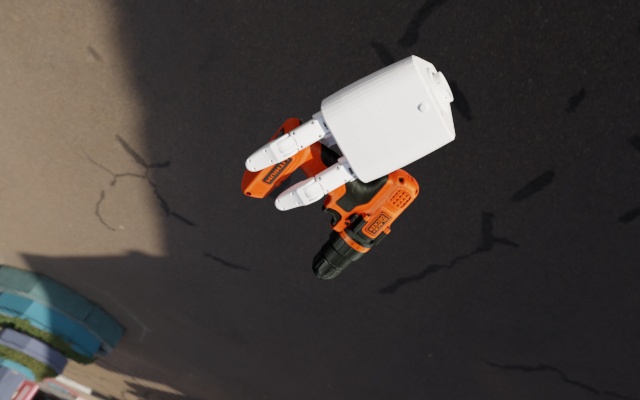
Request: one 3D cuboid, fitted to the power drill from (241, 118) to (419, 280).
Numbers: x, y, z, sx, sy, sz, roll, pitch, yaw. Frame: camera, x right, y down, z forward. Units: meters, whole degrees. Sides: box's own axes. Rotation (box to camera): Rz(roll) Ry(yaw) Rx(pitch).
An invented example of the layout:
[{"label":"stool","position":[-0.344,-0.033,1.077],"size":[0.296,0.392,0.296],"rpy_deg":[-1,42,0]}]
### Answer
[{"label":"power drill","position":[0.000,0.002,0.588],"size":[0.188,0.184,0.057],"rpy_deg":[32,21,-24]}]
